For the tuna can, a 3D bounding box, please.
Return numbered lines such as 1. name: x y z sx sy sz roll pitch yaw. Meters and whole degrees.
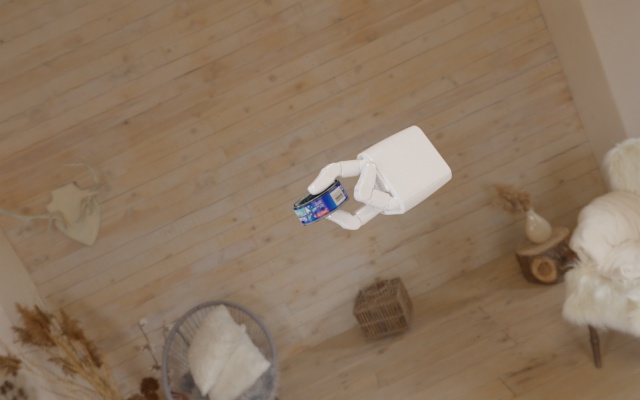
1. tuna can: 0.000 0.002 0.748 0.086 0.034 0.086 -30 10 6
